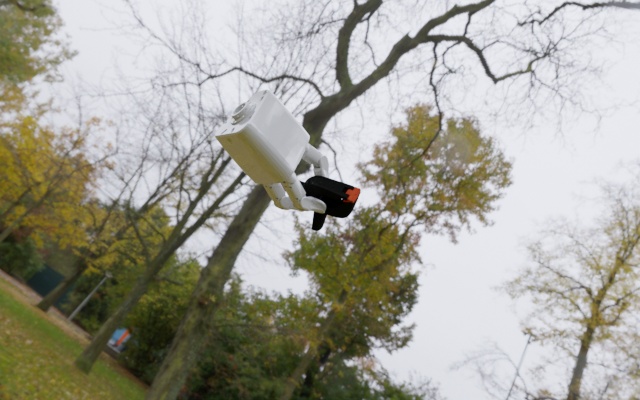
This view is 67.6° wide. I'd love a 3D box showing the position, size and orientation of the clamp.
[{"bbox_3d":[0.001,0.002,0.835,0.210,0.036,0.165,2,-38,50],"label":"clamp"}]
